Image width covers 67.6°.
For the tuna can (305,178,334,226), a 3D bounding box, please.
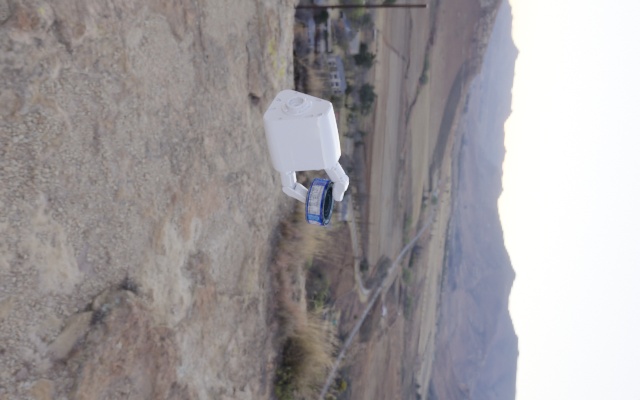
[{"bbox_3d":[0.001,0.003,0.872,0.034,0.086,0.086,9,2,14],"label":"tuna can"}]
